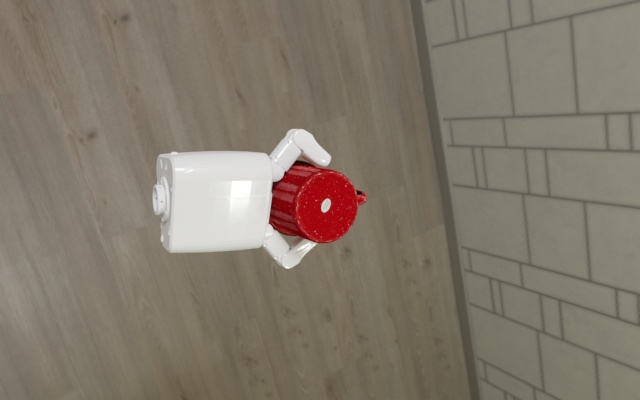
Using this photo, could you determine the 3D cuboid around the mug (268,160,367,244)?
[{"bbox_3d":[0.001,0.002,0.552,0.117,0.093,0.081,-4,9,-28],"label":"mug"}]
